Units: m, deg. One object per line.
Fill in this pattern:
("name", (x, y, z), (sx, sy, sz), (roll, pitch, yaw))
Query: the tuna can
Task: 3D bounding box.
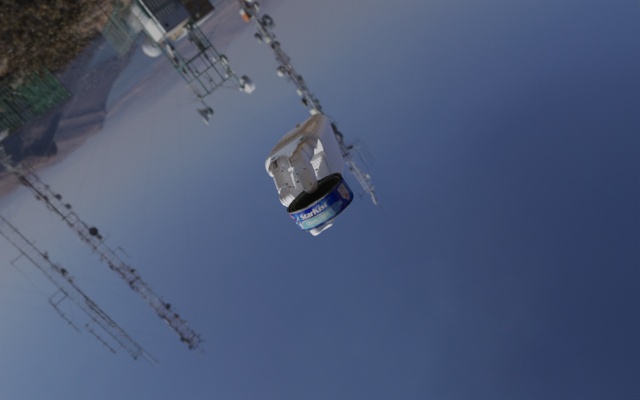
("tuna can", (0.000, 0.003, 0.626), (0.086, 0.034, 0.086), (-32, 15, 10))
